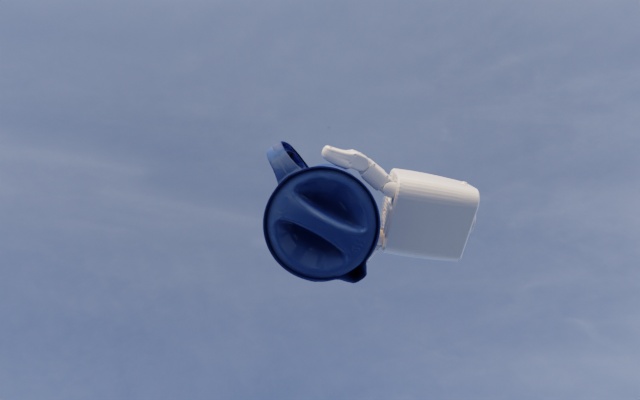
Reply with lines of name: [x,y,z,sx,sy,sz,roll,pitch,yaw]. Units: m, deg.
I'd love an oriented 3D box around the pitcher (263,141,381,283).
pitcher: [0.000,0.002,0.647,0.145,0.149,0.243,10,9,0]
